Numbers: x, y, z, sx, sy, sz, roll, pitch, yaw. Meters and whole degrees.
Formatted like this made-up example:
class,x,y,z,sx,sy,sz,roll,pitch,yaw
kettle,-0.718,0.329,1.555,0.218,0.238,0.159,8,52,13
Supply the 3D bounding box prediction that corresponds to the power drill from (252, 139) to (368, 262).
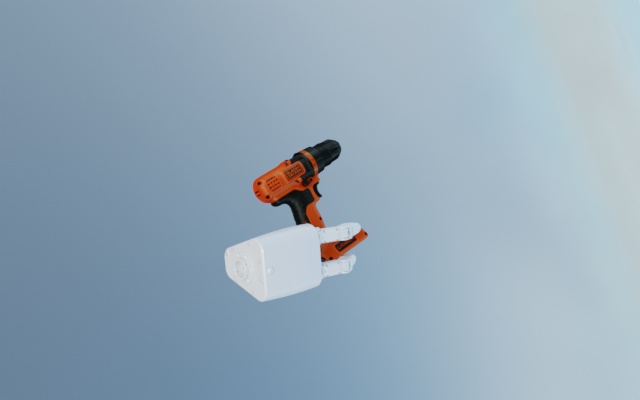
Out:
class,x,y,z,sx,sy,sz,roll,pitch,yaw
power drill,0.000,0.003,0.816,0.184,0.187,0.057,-33,1,-28
